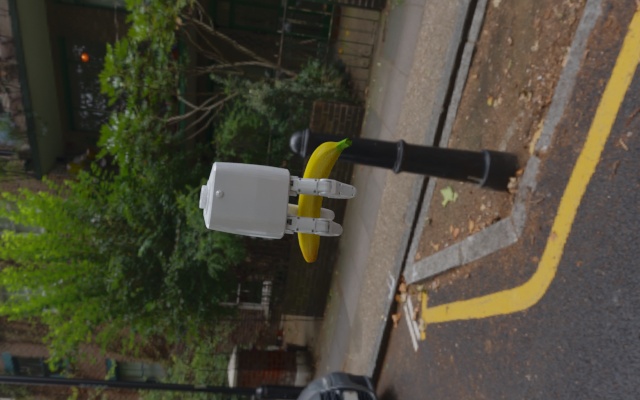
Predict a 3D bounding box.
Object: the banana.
[{"bbox_3d":[-0.007,-0.006,0.730,0.037,0.198,0.069,9,14,-28],"label":"banana"}]
